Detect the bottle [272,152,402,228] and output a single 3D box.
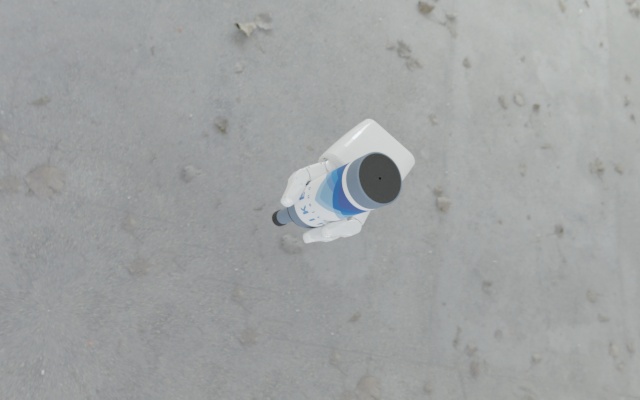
[{"bbox_3d":[0.000,0.002,0.694,0.069,0.069,0.296,0,-11,-30],"label":"bottle"}]
